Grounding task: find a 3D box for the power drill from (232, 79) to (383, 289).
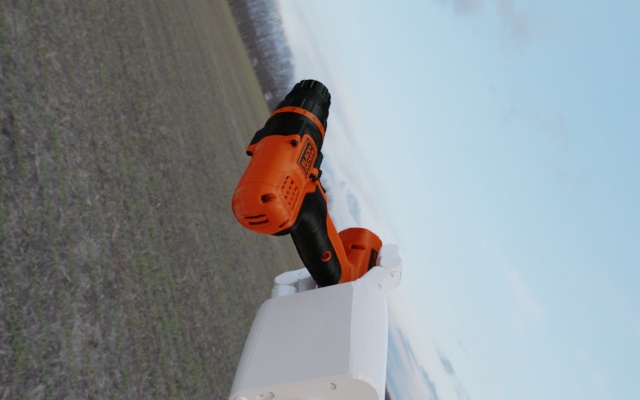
[{"bbox_3d":[0.000,0.002,0.442,0.057,0.188,0.184,-10,38,28],"label":"power drill"}]
